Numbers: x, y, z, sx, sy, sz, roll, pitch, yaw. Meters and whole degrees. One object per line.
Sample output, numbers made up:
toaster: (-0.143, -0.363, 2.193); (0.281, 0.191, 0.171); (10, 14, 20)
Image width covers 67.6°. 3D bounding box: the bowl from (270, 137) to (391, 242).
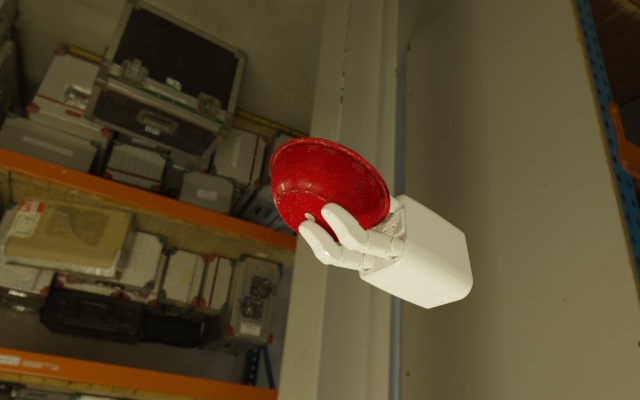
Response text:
bowl: (-0.001, 0.002, 0.580); (0.162, 0.055, 0.162); (18, -37, 14)
